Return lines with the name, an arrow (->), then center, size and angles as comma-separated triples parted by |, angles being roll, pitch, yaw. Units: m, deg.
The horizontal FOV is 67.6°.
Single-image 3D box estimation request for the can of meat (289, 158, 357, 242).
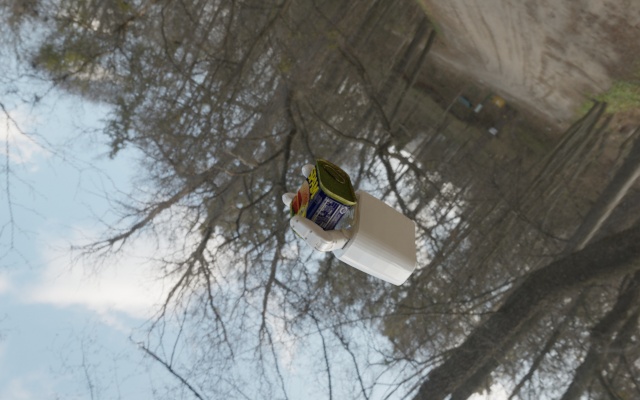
can of meat -> 0.000, 0.002, 0.670 | 0.057, 0.084, 0.102 | 26, 24, -19
